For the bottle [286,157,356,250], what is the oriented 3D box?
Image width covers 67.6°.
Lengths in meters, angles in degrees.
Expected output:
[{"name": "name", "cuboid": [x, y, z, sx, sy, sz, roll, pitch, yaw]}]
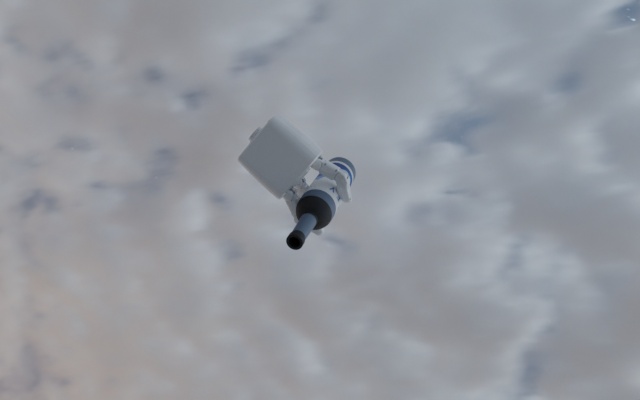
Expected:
[{"name": "bottle", "cuboid": [0.000, 0.003, 0.858, 0.069, 0.069, 0.295, 0, 25, 18]}]
